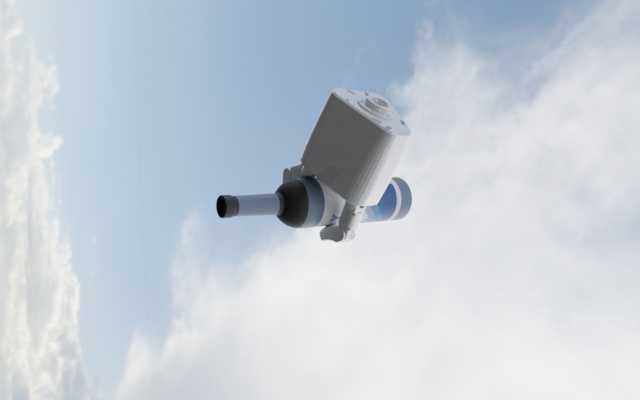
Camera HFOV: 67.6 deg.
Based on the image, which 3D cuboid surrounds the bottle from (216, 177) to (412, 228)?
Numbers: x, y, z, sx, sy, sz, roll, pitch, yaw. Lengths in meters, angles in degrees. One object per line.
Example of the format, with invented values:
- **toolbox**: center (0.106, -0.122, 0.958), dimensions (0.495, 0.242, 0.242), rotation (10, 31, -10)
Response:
- **bottle**: center (0.000, 0.002, 0.648), dimensions (0.296, 0.069, 0.069), rotation (-3, 1, -37)
